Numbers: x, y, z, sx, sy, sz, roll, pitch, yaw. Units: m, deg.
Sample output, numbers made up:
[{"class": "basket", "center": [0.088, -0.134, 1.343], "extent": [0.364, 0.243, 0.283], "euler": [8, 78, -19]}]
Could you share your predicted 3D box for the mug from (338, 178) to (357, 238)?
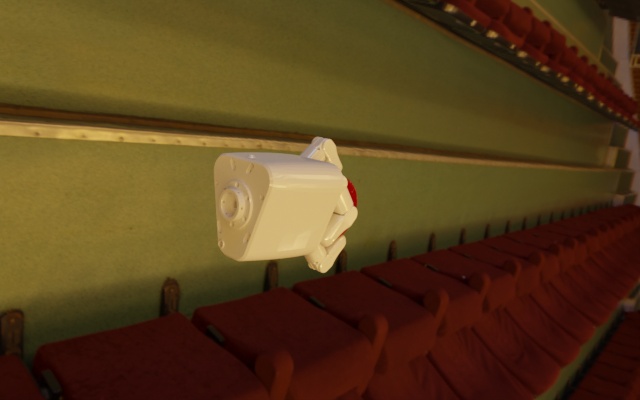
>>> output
[{"class": "mug", "center": [0.001, 0.002, 0.617], "extent": [0.081, 0.093, 0.117], "euler": [17, 12, 40]}]
